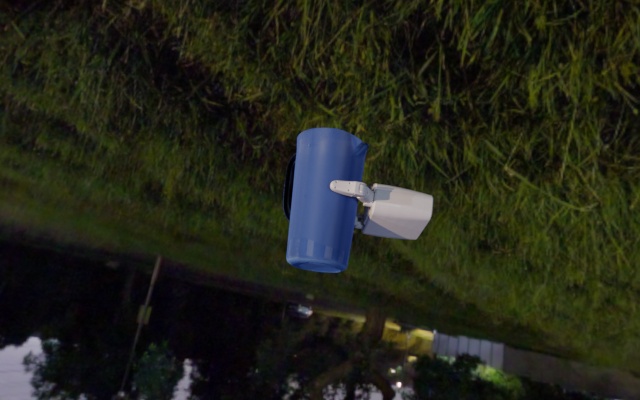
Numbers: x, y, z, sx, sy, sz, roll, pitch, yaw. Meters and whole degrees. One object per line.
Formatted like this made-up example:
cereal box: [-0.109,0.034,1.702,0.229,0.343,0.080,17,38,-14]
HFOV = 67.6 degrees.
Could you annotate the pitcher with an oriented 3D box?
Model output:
pitcher: [0.000,0.003,0.868,0.145,0.242,0.149,9,-16,-3]
